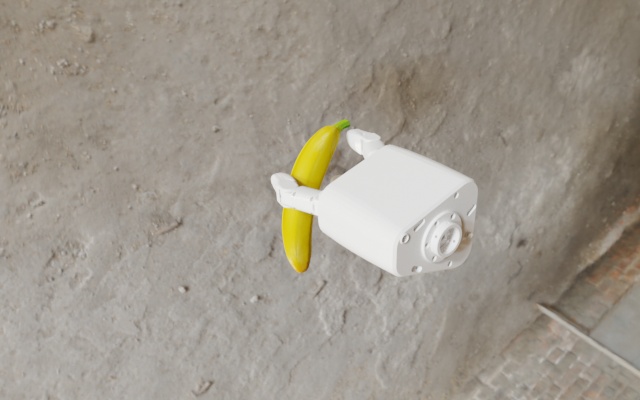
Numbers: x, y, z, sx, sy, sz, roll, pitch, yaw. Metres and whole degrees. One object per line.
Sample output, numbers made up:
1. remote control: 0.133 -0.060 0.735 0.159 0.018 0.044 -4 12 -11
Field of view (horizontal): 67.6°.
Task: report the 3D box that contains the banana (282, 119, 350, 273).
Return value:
1. banana: -0.012 -0.003 0.561 0.069 0.198 0.037 8 14 -43
